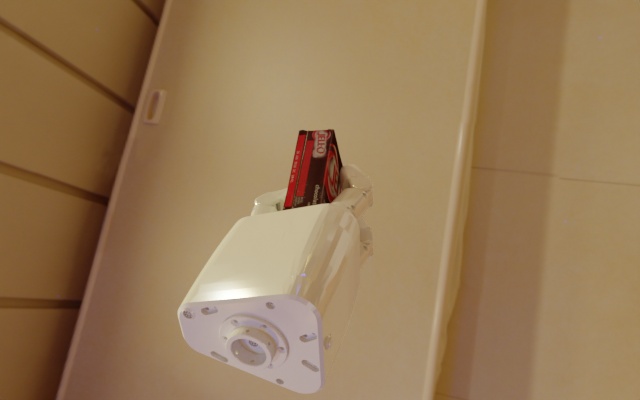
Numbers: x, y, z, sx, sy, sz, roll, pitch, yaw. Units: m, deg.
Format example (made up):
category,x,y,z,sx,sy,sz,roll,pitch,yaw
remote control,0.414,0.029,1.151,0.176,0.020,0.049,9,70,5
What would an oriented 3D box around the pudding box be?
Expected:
category,x,y,z,sx,sy,sz,roll,pitch,yaw
pudding box,0.000,0.002,0.453,0.039,0.090,0.114,3,-31,12
